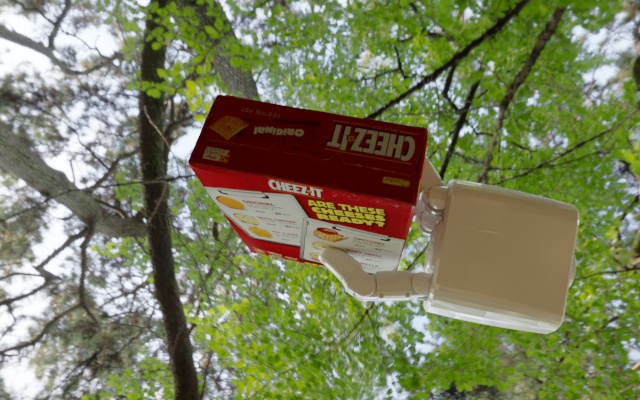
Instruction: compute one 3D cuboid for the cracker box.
[{"bbox_3d":[0.000,0.002,0.431,0.164,0.072,0.214,10,-22,9],"label":"cracker box"}]
